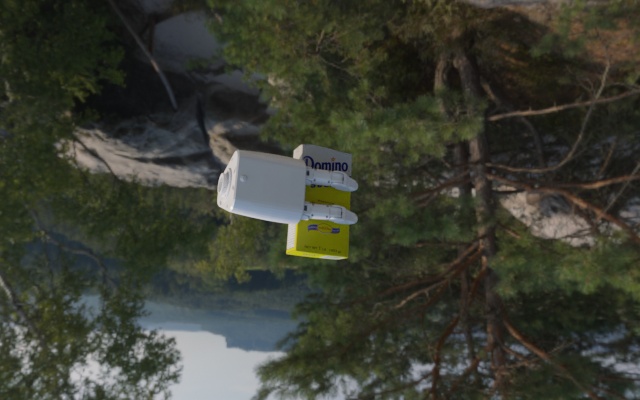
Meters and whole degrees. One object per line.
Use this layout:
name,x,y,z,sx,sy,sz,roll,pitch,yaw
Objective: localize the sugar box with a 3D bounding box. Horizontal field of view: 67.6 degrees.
sugar box,0.000,0.002,0.766,0.093,0.176,0.048,10,-15,-24
